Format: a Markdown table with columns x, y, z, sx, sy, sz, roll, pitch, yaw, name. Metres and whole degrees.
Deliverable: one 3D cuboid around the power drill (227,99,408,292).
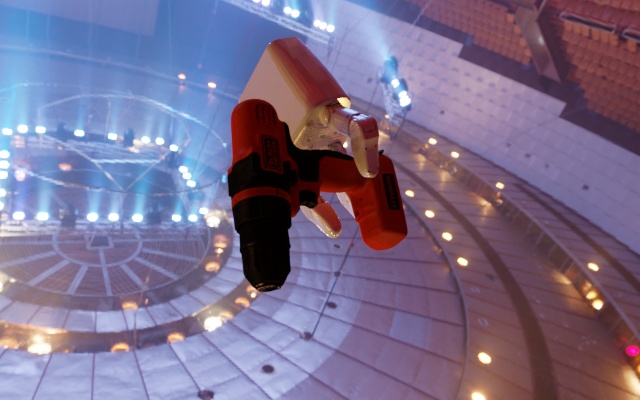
| x | y | z | sx | sy | sz | roll | pitch | yaw | name |
| --- | --- | --- | --- | --- | --- | --- | --- | --- | --- |
| 0.000 | 0.001 | 0.465 | 0.188 | 0.184 | 0.057 | 13 | -30 | -37 | power drill |
